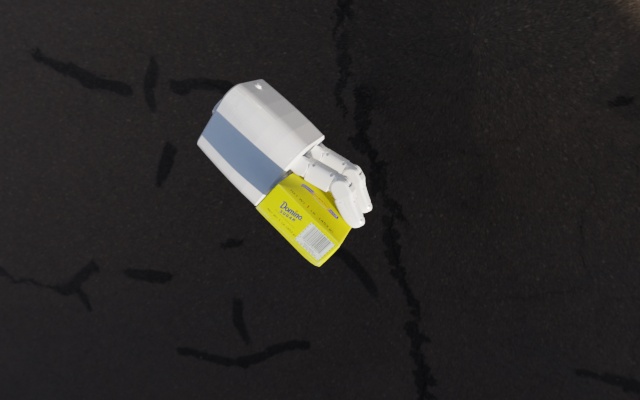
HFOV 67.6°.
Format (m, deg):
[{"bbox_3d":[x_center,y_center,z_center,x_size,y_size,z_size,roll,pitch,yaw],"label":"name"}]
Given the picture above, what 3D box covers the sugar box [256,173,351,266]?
[{"bbox_3d":[0.000,0.001,0.571,0.048,0.093,0.176,-44,1,25],"label":"sugar box"}]
